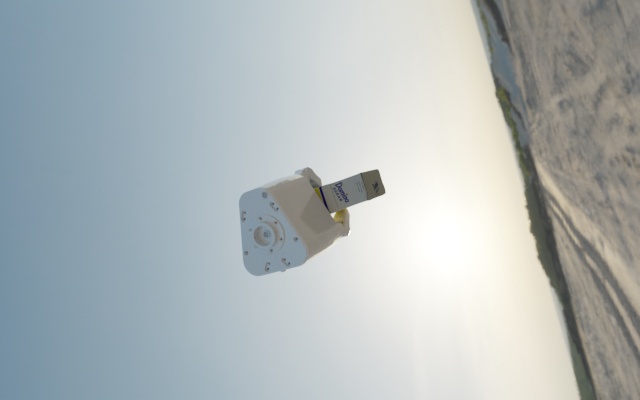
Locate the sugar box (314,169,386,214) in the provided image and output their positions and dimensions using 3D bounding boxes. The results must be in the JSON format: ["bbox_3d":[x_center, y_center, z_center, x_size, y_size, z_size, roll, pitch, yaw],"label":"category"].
[{"bbox_3d":[0.000,0.003,0.703,0.176,0.048,0.093,-16,0,23],"label":"sugar box"}]
